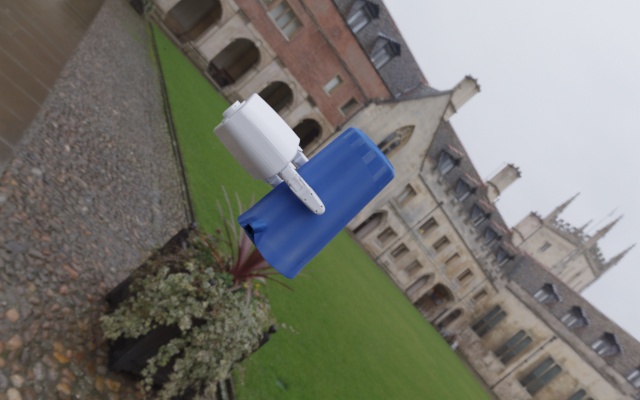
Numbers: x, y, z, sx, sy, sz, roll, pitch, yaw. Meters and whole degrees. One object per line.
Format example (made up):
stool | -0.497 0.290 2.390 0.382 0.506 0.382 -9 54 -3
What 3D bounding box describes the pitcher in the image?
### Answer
pitcher | 0.000 0.002 0.772 0.243 0.145 0.149 -42 17 3
